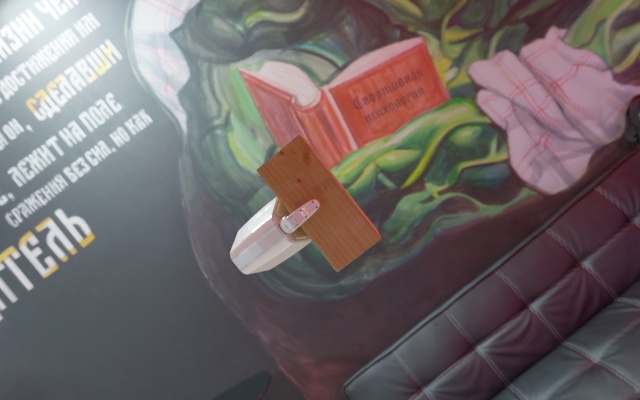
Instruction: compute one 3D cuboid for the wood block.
[{"bbox_3d":[0.000,0.003,0.784,0.090,0.206,0.091,-38,2,6],"label":"wood block"}]
